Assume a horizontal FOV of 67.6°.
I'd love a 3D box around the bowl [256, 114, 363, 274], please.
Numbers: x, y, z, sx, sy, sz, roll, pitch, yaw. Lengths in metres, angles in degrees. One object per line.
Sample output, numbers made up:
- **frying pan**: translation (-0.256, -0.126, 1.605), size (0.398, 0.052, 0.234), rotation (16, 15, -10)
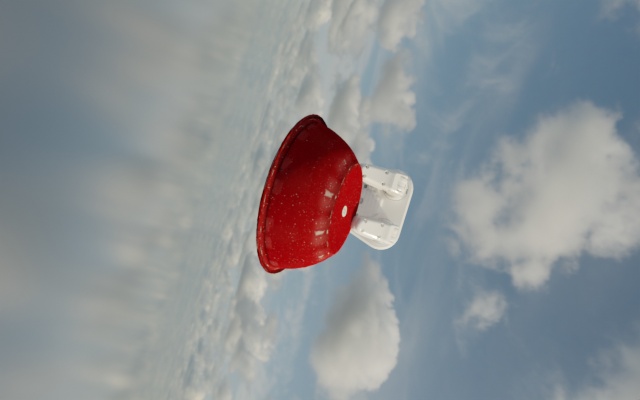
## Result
- **bowl**: translation (0.000, 0.002, 0.462), size (0.055, 0.162, 0.162), rotation (17, 5, 18)
